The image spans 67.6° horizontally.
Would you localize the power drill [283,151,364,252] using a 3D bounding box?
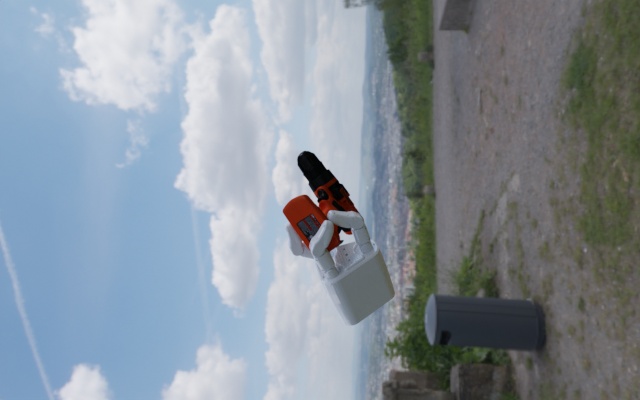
[{"bbox_3d":[0.000,0.003,0.843,0.057,0.184,0.187,-36,4,24],"label":"power drill"}]
